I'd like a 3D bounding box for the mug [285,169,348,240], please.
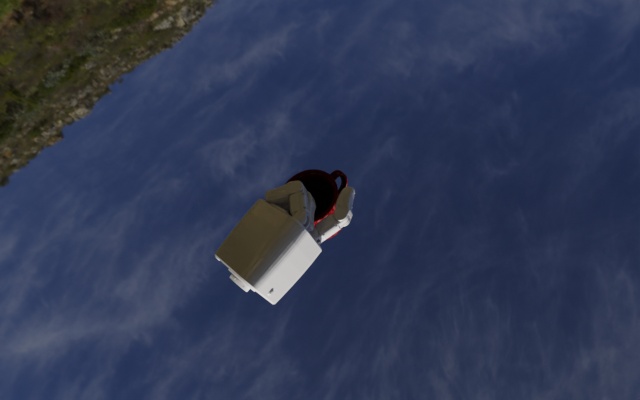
[{"bbox_3d":[0.001,0.001,0.752,0.093,0.117,0.081,33,-14,31],"label":"mug"}]
